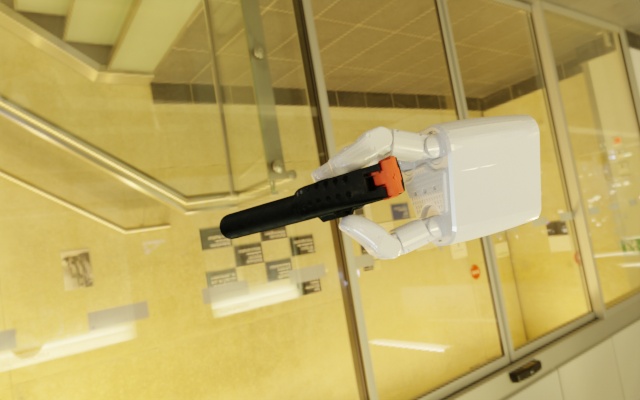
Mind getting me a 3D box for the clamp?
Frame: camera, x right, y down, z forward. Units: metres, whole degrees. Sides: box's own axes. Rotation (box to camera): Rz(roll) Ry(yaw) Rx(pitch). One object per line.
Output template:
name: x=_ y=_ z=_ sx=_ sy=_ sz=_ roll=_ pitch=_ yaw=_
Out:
clamp: x=0.001 y=0.002 z=0.420 sx=0.164 sy=0.036 sz=0.210 roll=-14 pitch=-3 yaw=-18
